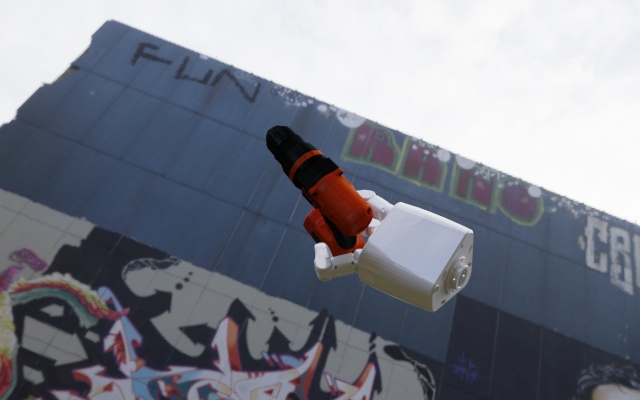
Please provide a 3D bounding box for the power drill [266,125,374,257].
[{"bbox_3d":[0.000,0.002,0.644,0.057,0.184,0.188,-36,-27,-10],"label":"power drill"}]
